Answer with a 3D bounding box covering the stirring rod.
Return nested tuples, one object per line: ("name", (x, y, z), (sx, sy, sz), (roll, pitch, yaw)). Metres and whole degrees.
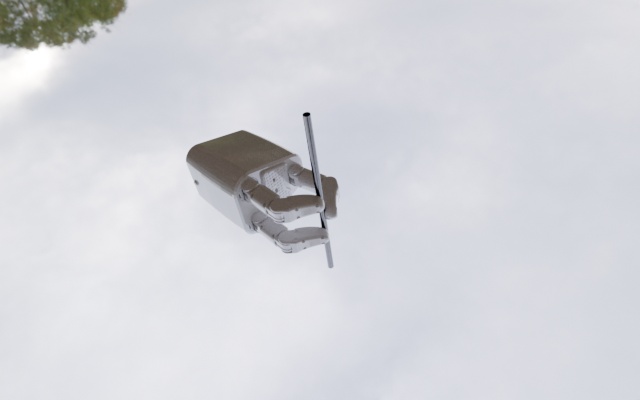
("stirring rod", (0.000, 0.002, 0.542), (0.011, 0.011, 0.240), (0, -44, 9))
